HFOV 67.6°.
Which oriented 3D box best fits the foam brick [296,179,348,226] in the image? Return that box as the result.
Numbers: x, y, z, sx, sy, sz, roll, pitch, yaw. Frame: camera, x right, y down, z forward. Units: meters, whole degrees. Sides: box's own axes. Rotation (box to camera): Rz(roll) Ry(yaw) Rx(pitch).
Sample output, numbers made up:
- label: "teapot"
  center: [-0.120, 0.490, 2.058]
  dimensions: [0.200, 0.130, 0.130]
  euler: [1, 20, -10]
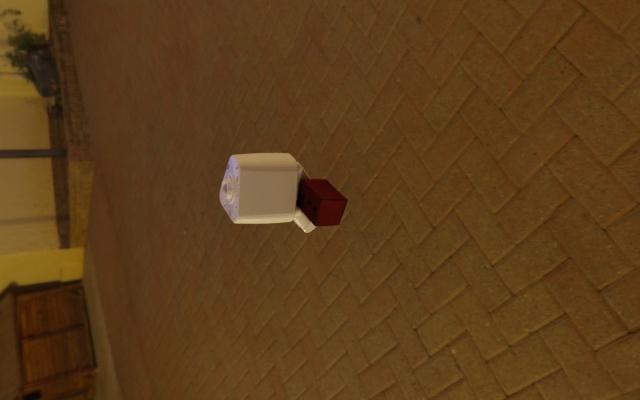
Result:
- label: "foam brick"
  center: [0.000, 0.003, 0.819]
  dimensions: [0.051, 0.053, 0.078]
  euler: [-1, 29, -32]
